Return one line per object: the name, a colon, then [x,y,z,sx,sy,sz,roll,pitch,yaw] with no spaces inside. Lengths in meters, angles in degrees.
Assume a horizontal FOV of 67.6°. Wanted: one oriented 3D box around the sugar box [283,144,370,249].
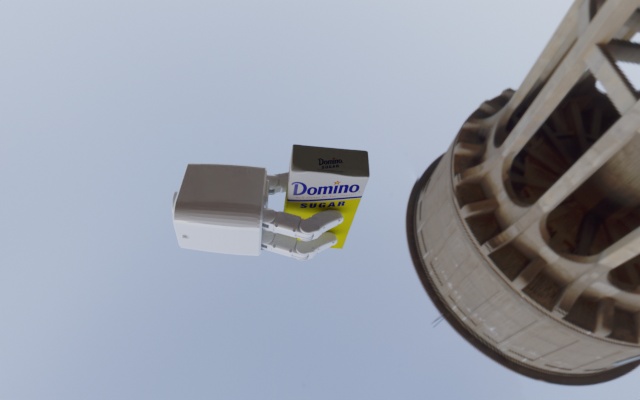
sugar box: [0.000,0.003,0.619,0.093,0.048,0.176,4,-32,-6]
